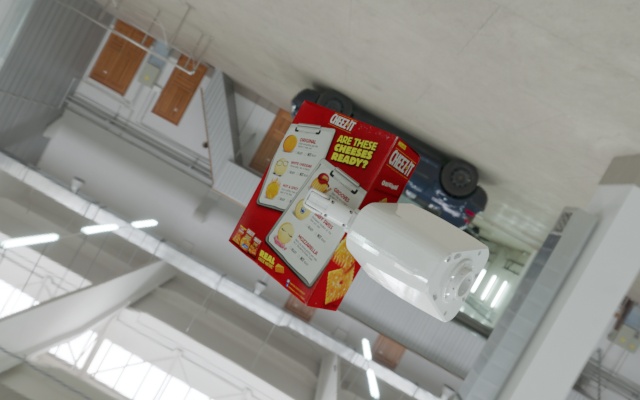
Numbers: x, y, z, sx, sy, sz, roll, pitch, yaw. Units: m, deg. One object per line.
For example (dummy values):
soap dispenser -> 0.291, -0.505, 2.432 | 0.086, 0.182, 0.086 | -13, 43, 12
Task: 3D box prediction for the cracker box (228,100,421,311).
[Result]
cracker box -> 0.000, 0.002, 0.595 | 0.164, 0.213, 0.072 | 31, 3, 40
